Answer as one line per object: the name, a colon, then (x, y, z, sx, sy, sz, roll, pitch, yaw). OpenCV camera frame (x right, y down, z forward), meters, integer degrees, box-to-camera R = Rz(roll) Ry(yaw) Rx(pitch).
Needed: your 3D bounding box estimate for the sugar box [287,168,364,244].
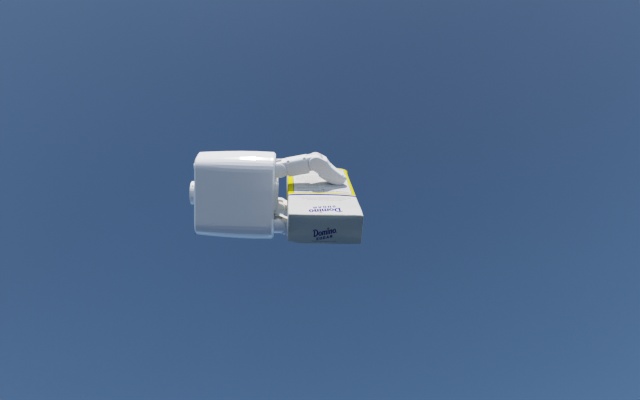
sugar box: (0.000, 0.003, 0.653, 0.093, 0.048, 0.176, 2, 25, -4)
